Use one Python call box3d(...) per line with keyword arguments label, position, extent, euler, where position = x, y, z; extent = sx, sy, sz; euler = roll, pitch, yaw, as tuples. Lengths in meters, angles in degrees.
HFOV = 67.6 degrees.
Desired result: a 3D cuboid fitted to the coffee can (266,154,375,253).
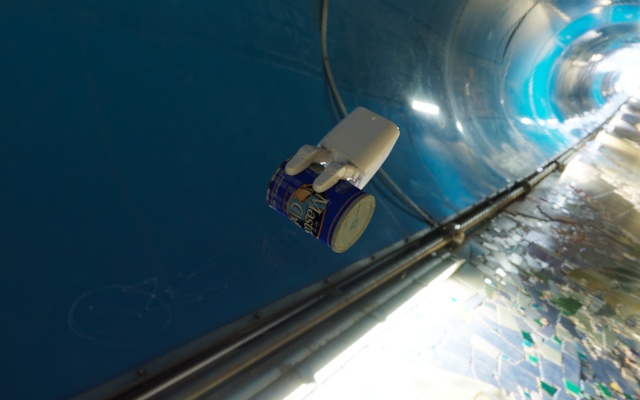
box3d(label="coffee can", position=(0.000, 0.003, 0.754), extent=(0.140, 0.103, 0.103), euler=(33, 15, 25))
